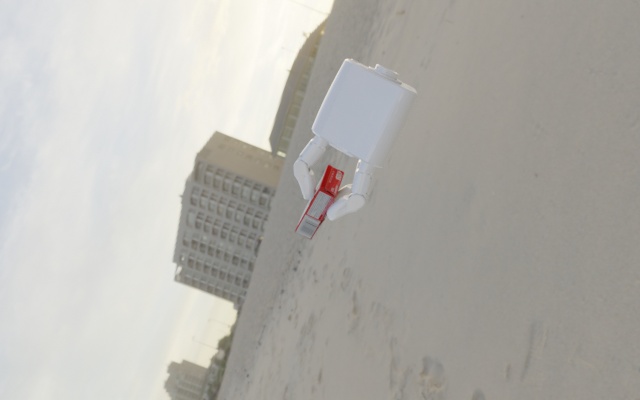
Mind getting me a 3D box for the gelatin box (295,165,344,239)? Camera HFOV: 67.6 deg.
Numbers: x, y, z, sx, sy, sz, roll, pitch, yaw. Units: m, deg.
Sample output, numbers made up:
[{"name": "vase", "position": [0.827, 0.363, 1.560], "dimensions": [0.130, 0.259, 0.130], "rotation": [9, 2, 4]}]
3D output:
[{"name": "gelatin box", "position": [0.000, 0.002, 0.704], "dimensions": [0.030, 0.089, 0.073], "rotation": [27, 33, -4]}]
